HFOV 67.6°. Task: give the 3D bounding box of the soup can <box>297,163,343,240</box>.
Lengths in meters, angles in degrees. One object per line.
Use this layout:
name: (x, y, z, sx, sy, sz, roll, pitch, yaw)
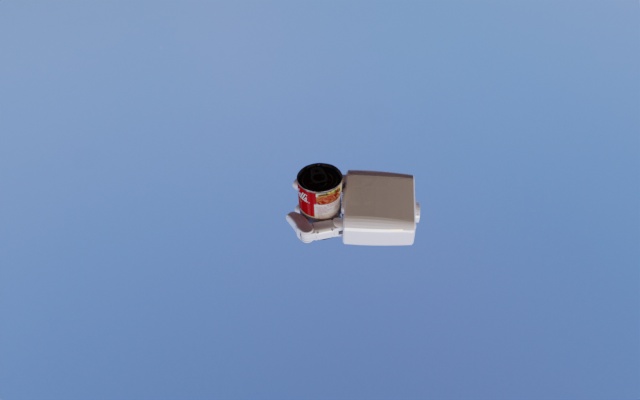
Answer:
soup can: (0.000, 0.003, 0.735, 0.068, 0.102, 0.068, -1, 43, 1)
